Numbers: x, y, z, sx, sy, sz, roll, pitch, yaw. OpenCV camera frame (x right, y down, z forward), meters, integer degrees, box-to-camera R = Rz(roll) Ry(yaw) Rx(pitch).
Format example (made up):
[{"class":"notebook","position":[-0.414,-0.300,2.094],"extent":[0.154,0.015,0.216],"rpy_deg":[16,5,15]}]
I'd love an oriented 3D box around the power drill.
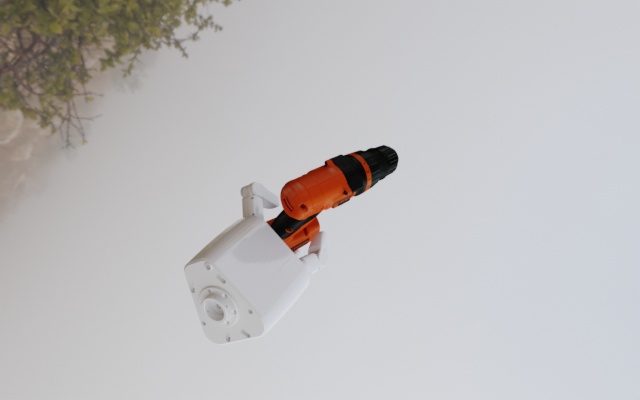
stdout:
[{"class":"power drill","position":[0.000,0.002,0.630],"extent":[0.184,0.057,0.188],"rpy_deg":[-23,-15,-37]}]
